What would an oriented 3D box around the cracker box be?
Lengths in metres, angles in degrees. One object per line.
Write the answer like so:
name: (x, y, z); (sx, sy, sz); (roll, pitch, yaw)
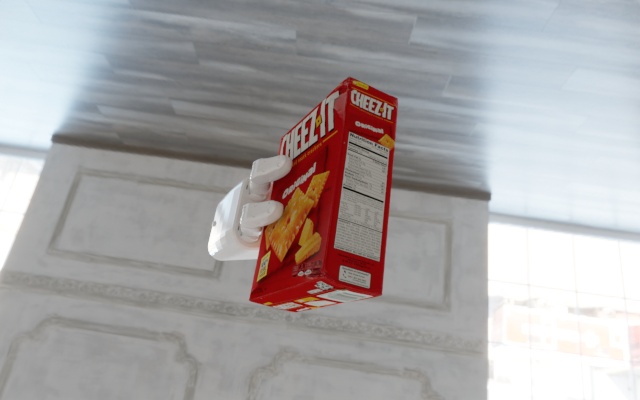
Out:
cracker box: (0.000, 0.002, 0.512); (0.072, 0.213, 0.164); (19, -25, -25)
